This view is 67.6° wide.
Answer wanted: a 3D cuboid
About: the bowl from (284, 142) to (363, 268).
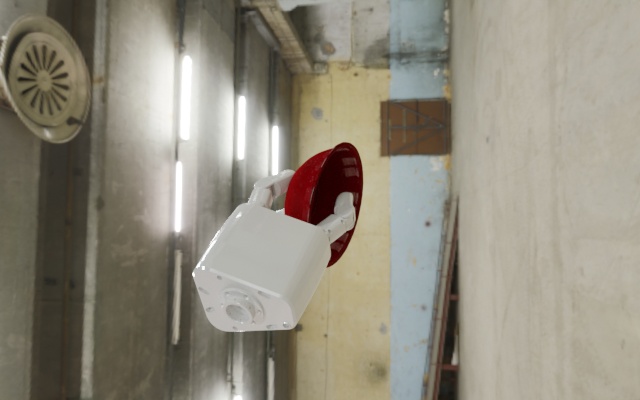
[{"bbox_3d":[0.000,0.002,0.615,0.055,0.162,0.162,12,5,25],"label":"bowl"}]
